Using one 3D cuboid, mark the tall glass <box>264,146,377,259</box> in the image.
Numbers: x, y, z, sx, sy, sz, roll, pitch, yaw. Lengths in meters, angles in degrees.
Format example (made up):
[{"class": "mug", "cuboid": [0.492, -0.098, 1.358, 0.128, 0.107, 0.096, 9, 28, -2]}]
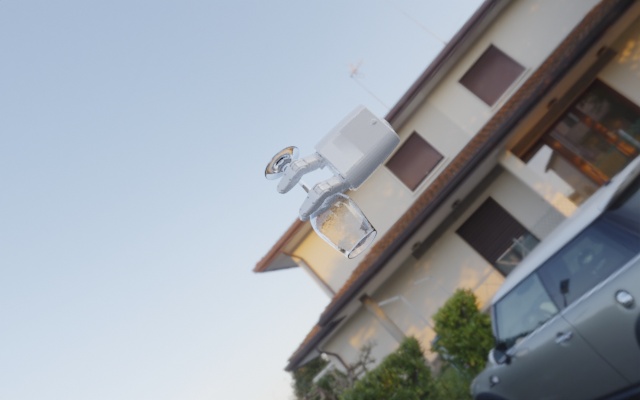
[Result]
[{"class": "tall glass", "cuboid": [0.000, 0.002, 0.772, 0.201, 0.079, 0.079, 46, 20, 21]}]
